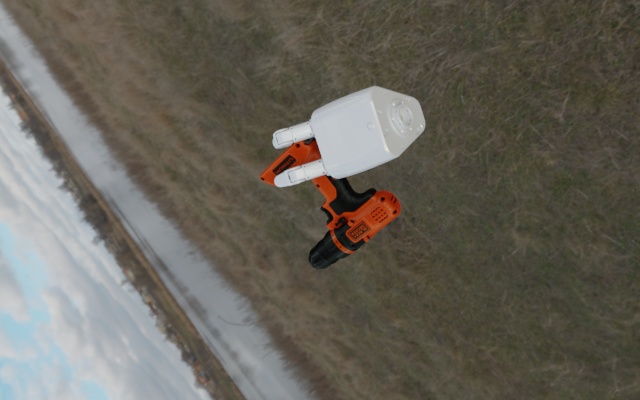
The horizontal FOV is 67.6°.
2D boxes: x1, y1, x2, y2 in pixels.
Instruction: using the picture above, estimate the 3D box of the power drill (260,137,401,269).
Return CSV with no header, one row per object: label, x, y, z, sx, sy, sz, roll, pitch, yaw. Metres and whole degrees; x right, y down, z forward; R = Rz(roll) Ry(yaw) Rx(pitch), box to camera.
power drill,0.000,0.002,0.727,0.184,0.187,0.057,-41,8,29
